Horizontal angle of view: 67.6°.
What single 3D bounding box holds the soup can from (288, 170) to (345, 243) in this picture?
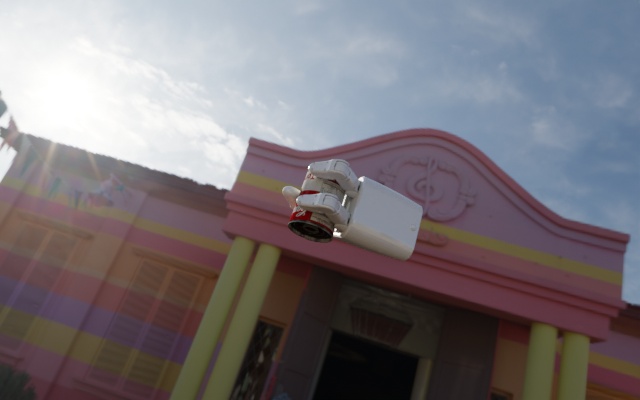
[{"bbox_3d":[0.000,0.002,0.706,0.068,0.102,0.068,16,-23,7],"label":"soup can"}]
